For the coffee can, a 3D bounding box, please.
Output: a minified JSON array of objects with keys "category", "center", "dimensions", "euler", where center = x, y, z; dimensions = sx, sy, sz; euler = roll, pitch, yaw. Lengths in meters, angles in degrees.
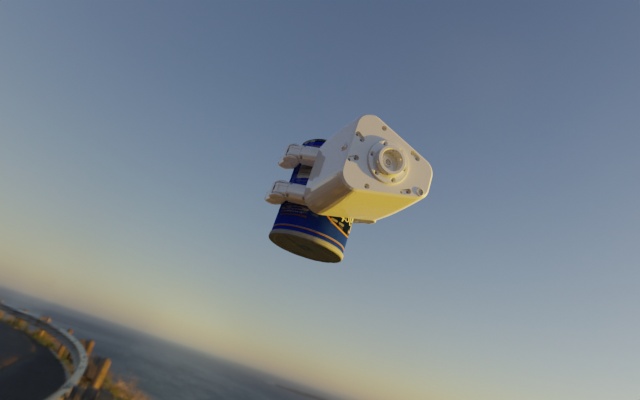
[{"category":"coffee can","center":[0.000,0.002,0.655],"dimensions":[0.103,0.140,0.103],"euler":[16,-19,6]}]
